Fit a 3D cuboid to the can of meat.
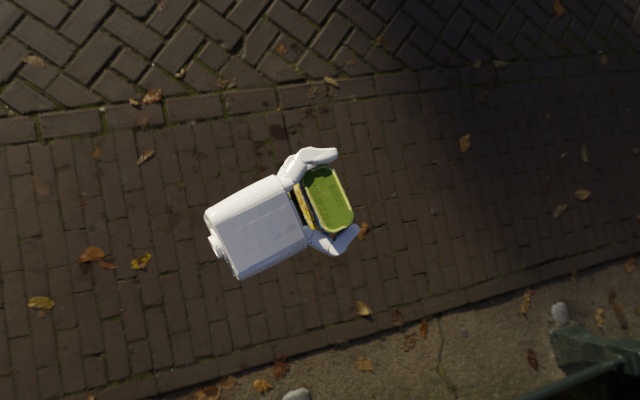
[{"bbox_3d":[0.000,0.002,0.698,0.057,0.102,0.084,-25,0,-17],"label":"can of meat"}]
